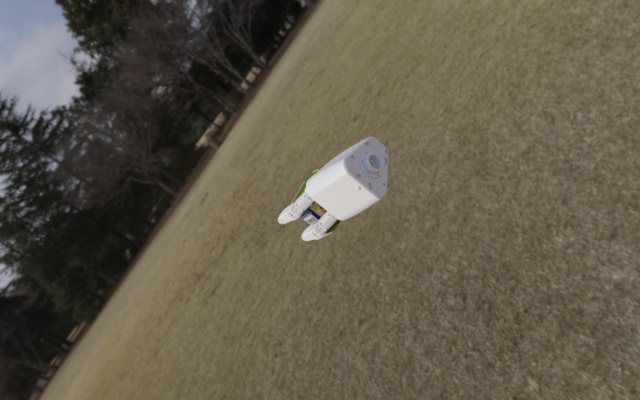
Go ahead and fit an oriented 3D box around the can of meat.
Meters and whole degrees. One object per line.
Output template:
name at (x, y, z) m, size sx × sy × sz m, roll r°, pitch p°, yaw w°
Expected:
can of meat at (0.000, 0.003, 0.894) m, size 0.084 × 0.102 × 0.057 m, roll 39°, pitch -34°, yaw -17°
